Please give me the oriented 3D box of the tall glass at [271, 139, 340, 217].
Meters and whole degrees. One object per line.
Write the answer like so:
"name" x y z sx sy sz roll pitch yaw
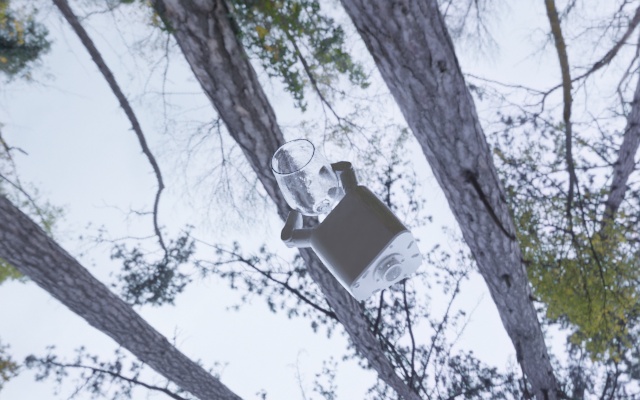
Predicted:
"tall glass" 0.000 0.003 0.683 0.079 0.079 0.201 0 -37 27
